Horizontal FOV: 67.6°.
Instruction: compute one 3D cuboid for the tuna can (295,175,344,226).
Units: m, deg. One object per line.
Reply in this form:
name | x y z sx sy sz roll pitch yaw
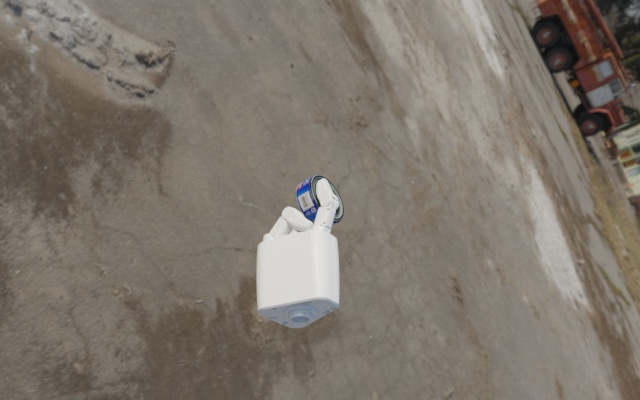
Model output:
tuna can | 0.001 0.002 0.766 0.034 0.086 0.086 -30 -16 29
